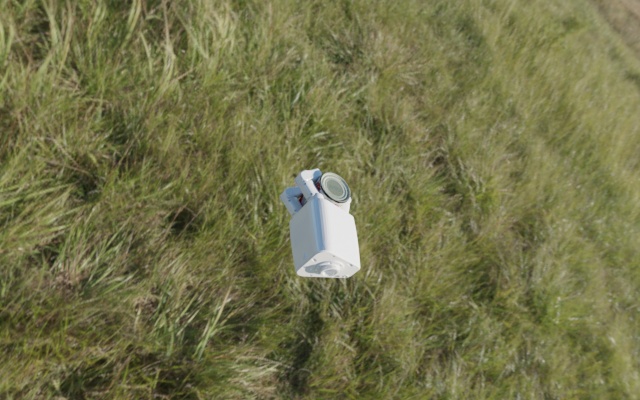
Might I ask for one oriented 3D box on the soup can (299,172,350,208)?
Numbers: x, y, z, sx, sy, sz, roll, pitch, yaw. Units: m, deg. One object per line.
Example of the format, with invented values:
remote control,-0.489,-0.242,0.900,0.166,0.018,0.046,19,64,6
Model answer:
soup can,0.000,0.002,0.890,0.068,0.068,0.102,0,-33,-40
